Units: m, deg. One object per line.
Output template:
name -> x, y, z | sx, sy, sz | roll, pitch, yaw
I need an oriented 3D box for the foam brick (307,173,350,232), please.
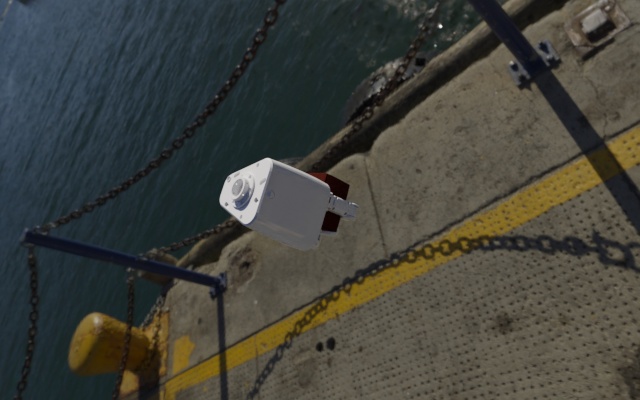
foam brick -> 0.000, 0.002, 0.711 | 0.051, 0.078, 0.053 | 25, -14, -38
